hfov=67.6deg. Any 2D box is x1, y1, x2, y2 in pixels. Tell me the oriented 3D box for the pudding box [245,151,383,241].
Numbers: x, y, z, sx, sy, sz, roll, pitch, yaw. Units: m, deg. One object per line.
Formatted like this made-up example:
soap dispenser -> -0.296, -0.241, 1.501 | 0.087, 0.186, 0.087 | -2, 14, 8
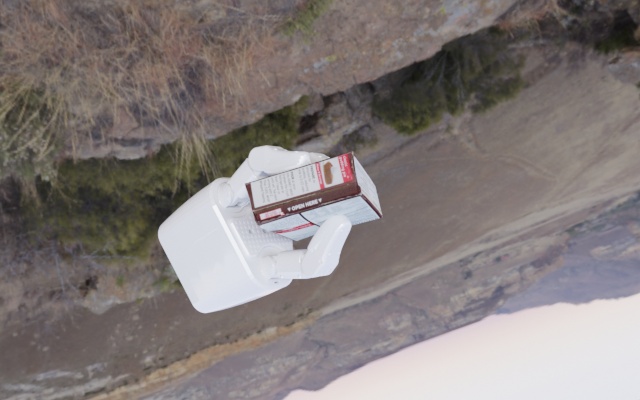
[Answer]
pudding box -> 0.000, 0.002, 0.410 | 0.090, 0.039, 0.113 | -17, -13, 11
